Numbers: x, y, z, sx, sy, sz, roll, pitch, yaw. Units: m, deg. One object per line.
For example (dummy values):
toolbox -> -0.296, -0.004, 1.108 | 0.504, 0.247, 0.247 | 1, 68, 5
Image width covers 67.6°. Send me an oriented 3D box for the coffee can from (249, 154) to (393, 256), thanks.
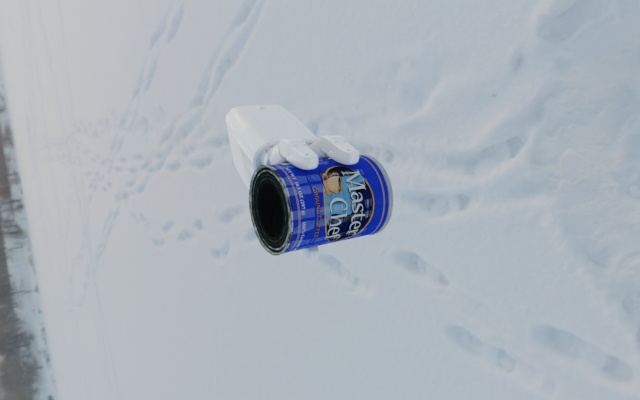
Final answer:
coffee can -> 0.000, 0.002, 0.567 | 0.140, 0.103, 0.103 | -9, 5, -32
